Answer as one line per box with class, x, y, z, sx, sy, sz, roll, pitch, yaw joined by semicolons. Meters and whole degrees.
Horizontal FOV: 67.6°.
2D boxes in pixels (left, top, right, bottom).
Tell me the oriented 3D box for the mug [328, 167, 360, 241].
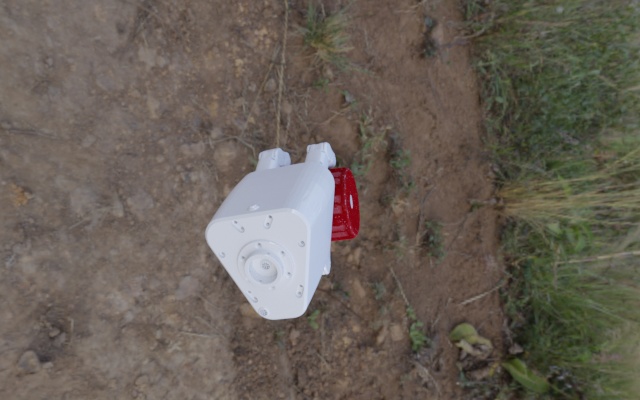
mug;0.001;0.001;0.555;0.081;0.093;0.117;-7;23;14
